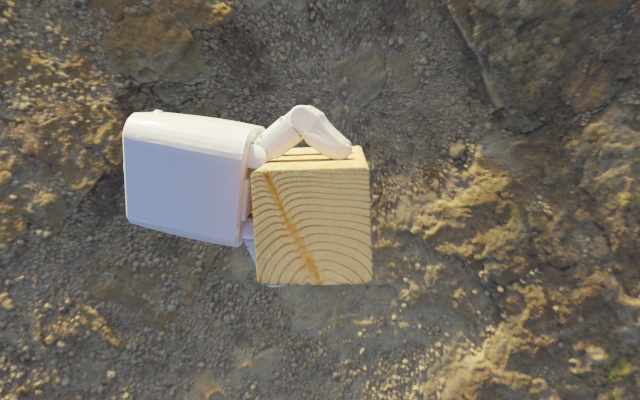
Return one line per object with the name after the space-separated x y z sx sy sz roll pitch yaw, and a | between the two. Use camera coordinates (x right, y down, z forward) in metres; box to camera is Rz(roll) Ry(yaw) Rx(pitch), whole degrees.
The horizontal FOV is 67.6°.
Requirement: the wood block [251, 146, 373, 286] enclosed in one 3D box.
0.000 0.002 0.453 0.090 0.091 0.206 -1 11 4 | wood block
